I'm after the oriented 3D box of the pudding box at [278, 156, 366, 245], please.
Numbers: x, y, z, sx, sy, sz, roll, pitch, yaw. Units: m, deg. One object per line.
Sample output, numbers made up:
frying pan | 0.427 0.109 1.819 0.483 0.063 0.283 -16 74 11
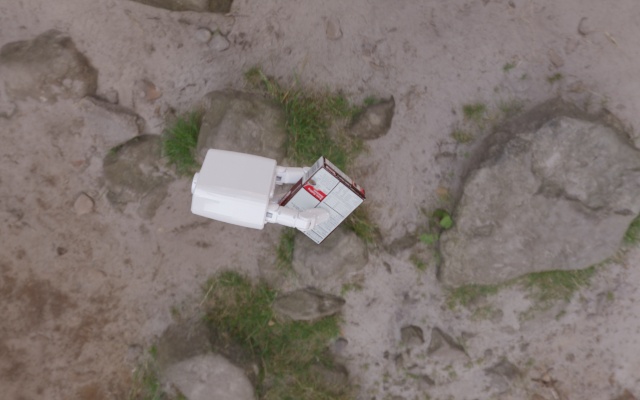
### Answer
pudding box | 0.000 0.002 0.739 0.090 0.113 0.039 38 23 -18
